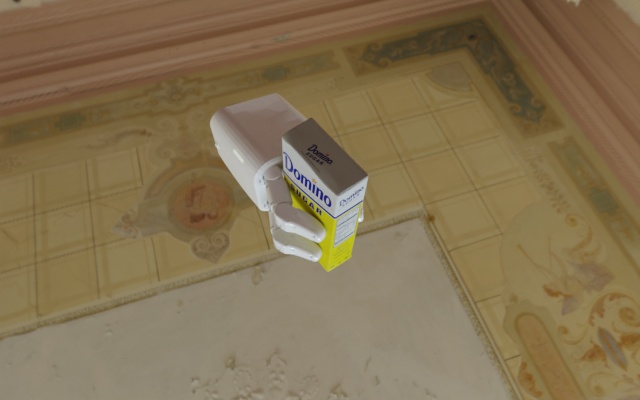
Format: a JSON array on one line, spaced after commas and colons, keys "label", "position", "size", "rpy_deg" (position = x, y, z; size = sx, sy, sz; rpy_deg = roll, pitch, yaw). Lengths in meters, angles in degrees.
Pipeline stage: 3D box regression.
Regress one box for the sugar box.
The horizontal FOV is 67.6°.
[{"label": "sugar box", "position": [0.000, 0.002, 0.530], "size": [0.048, 0.093, 0.176], "rpy_deg": [-34, -25, -18]}]
